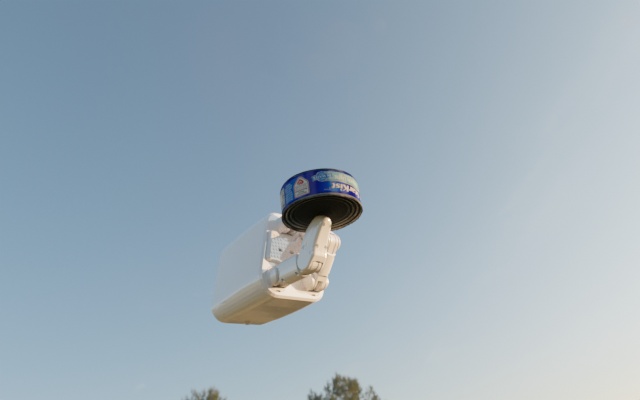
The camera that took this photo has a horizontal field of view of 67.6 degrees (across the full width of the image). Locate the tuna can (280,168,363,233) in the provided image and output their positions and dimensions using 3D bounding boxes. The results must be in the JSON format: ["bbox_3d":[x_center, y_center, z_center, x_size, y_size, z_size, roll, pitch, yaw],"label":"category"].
[{"bbox_3d":[0.000,0.001,0.506,0.086,0.033,0.086,-6,-29,-3],"label":"tuna can"}]
